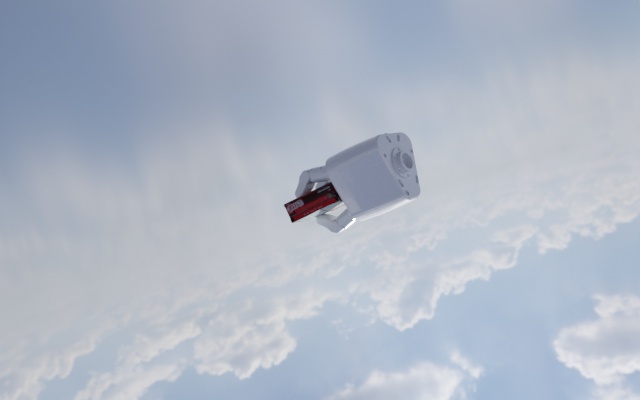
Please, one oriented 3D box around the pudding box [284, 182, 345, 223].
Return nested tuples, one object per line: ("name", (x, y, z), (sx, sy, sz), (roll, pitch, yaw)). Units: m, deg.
("pudding box", (0.000, 0.003, 0.808), (0.090, 0.039, 0.113), (-24, -8, 15))
